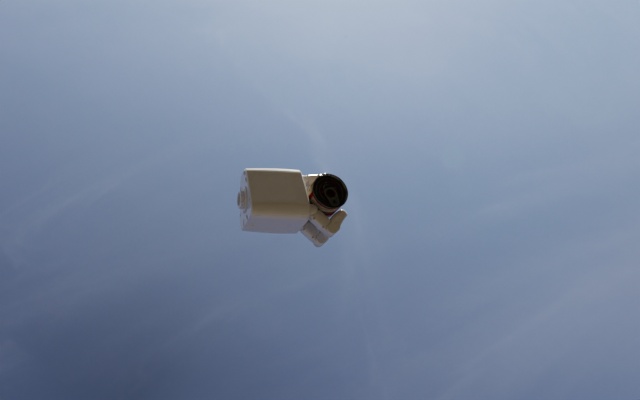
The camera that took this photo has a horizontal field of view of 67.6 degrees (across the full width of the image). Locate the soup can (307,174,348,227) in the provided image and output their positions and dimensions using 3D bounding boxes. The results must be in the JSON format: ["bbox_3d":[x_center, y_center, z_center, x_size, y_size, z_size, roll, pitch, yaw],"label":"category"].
[{"bbox_3d":[0.000,0.003,0.888,0.068,0.068,0.102,0,-24,-23],"label":"soup can"}]
